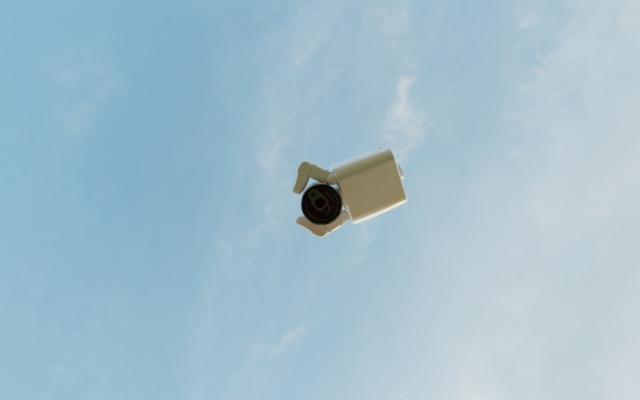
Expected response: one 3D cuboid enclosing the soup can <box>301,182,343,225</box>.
[{"bbox_3d":[0.000,0.003,0.819,0.068,0.068,0.102,0,4,-2],"label":"soup can"}]
